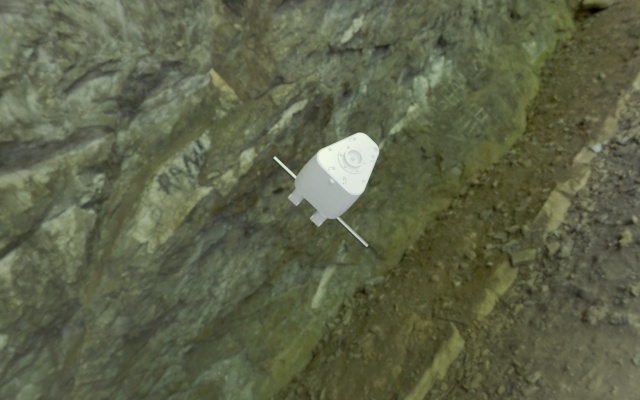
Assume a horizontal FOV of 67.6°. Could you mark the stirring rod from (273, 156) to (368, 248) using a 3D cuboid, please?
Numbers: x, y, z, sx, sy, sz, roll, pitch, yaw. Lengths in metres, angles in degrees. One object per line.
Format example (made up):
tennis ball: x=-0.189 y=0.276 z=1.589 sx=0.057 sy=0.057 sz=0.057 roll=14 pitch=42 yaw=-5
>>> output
stirring rod: x=0.000 y=0.003 z=0.898 sx=0.239 sy=0.011 sz=0.011 roll=43 pitch=0 yaw=0
